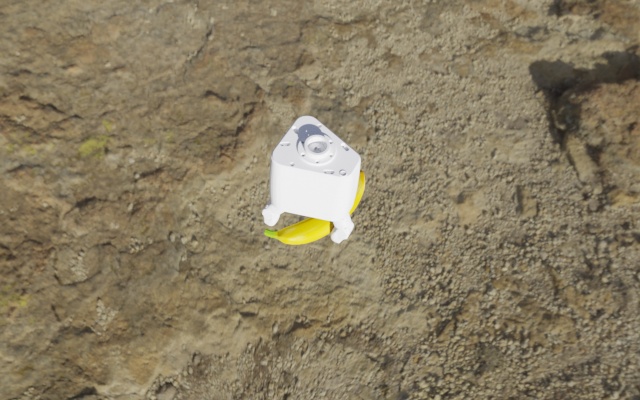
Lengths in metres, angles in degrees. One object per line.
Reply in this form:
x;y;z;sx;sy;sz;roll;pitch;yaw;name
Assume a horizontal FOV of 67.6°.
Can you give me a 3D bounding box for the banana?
0.008;0.017;0.766;0.198;0.069;0.037;-32;-26;-18;banana
